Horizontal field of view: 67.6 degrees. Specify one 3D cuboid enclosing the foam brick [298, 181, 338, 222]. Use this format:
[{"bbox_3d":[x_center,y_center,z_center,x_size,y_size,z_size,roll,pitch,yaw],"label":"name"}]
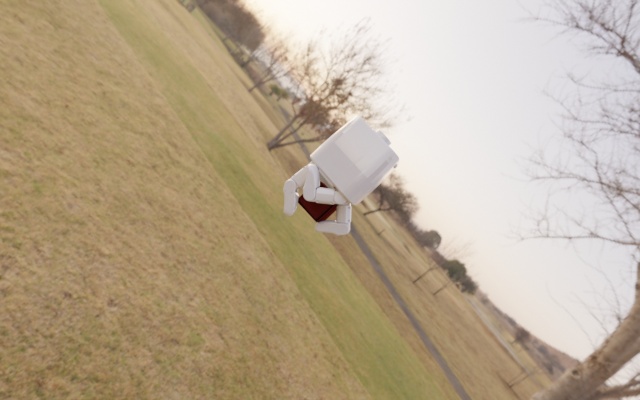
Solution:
[{"bbox_3d":[0.000,0.003,0.834,0.051,0.053,0.078,-44,-7,5],"label":"foam brick"}]
